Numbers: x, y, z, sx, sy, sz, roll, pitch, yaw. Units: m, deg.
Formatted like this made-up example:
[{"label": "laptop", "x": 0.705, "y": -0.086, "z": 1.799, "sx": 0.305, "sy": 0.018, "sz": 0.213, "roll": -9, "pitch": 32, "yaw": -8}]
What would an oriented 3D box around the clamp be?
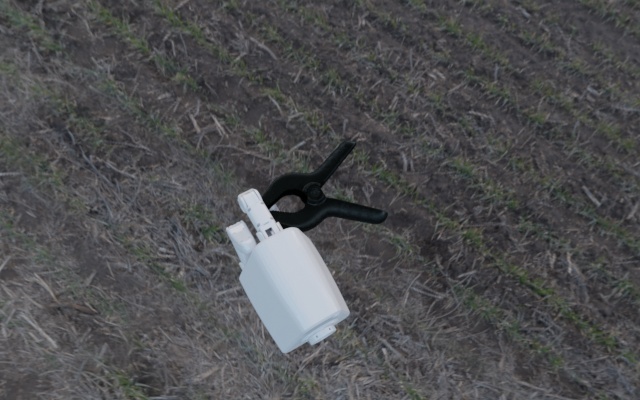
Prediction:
[{"label": "clamp", "x": 0.000, "y": 0.002, "z": 0.608, "sx": 0.171, "sy": 0.120, "sz": 0.039, "roll": -27, "pitch": -20, "yaw": -16}]
